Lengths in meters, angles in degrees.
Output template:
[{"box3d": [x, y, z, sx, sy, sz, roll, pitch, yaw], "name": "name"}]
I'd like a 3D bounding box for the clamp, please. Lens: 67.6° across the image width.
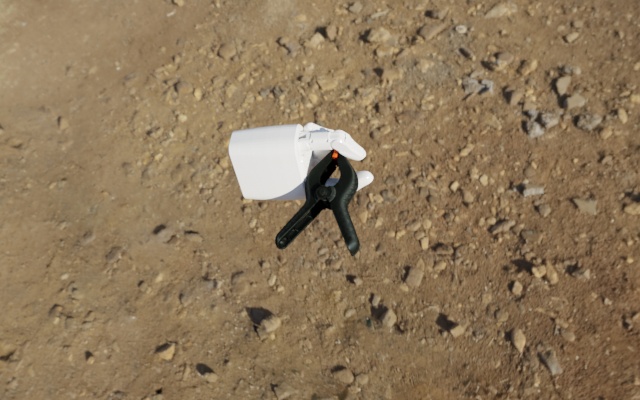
[{"box3d": [0.000, 0.002, 0.677, 0.120, 0.171, 0.039, -2, -34, 13], "name": "clamp"}]
